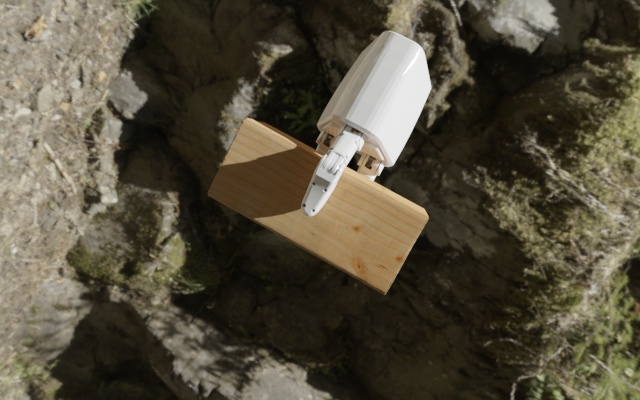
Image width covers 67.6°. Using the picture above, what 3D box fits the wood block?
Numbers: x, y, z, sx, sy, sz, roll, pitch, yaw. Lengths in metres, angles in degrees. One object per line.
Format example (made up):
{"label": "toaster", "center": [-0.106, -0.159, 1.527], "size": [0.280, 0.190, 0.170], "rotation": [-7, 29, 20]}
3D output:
{"label": "wood block", "center": [0.000, 0.001, 0.511], "size": [0.206, 0.090, 0.091], "rotation": [29, 8, 6]}
